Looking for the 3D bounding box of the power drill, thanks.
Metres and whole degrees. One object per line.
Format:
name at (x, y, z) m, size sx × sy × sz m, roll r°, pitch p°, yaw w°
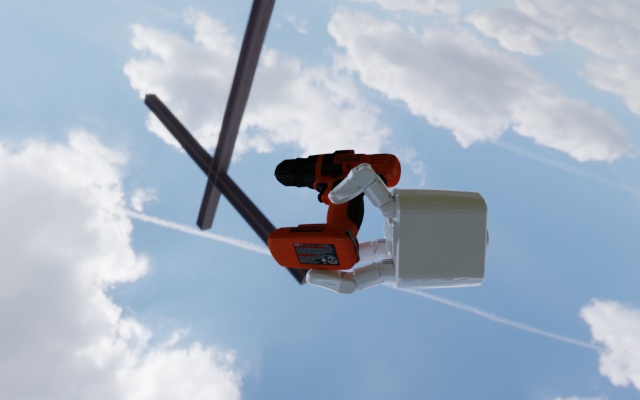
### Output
power drill at (0.000, 0.002, 0.617) m, size 0.184 × 0.057 × 0.187 m, roll -2°, pitch 41°, yaw 23°
